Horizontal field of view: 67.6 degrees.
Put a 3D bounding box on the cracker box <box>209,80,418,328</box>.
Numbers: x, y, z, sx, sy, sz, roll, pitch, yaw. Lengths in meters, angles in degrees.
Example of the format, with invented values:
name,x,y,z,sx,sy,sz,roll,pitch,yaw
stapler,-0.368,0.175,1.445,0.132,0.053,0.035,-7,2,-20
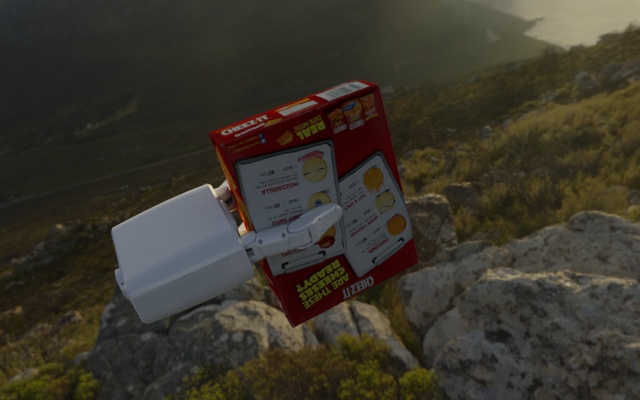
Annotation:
name,x,y,z,sx,sy,sz,roll,pitch,yaw
cracker box,0.000,0.002,0.505,0.164,0.214,0.072,-24,26,-14
